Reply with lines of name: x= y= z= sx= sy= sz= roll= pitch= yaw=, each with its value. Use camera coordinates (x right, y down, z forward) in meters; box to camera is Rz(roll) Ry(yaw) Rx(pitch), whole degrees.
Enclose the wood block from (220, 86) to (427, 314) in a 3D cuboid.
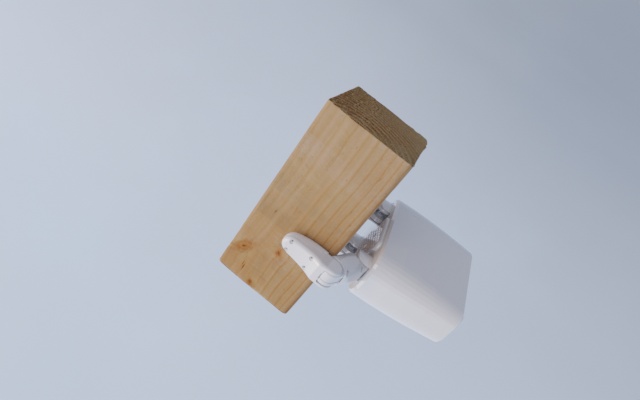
wood block: x=0.000 y=0.002 z=0.471 sx=0.090 sy=0.206 sz=0.090 roll=39 pitch=28 yaw=3
